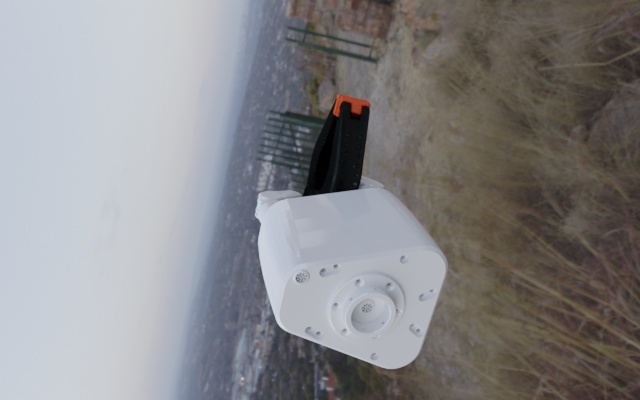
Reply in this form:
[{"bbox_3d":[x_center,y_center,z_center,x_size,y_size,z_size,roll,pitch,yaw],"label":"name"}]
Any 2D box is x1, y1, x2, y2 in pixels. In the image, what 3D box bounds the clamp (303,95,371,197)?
[{"bbox_3d":[-0.001,0.001,0.461,0.036,0.210,0.164,8,18,-17],"label":"clamp"}]
